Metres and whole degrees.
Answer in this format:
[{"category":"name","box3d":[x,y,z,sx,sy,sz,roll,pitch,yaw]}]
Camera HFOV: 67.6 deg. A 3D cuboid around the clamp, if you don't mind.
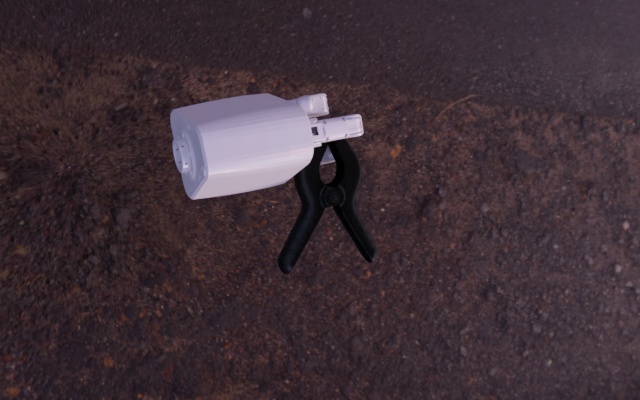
[{"category":"clamp","box3d":[0.000,0.002,0.532,0.120,0.171,0.039,-15,10,-28]}]
